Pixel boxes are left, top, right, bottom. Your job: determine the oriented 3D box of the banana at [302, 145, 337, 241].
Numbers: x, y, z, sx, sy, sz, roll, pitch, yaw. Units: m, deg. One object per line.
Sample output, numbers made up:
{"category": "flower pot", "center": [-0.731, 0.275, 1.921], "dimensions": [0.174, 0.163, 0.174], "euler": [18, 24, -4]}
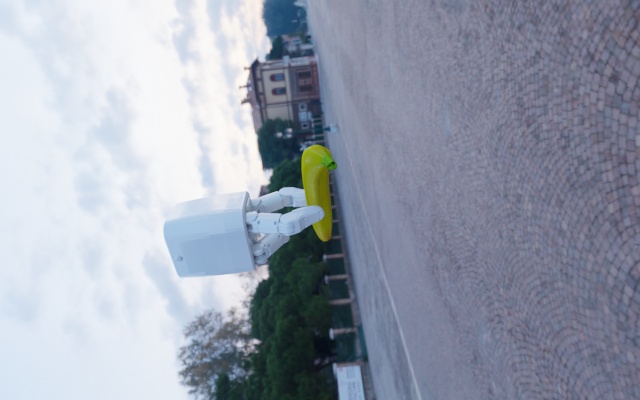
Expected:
{"category": "banana", "center": [-0.003, -0.015, 0.639], "dimensions": [0.037, 0.069, 0.198], "euler": [-9, -30, -5]}
